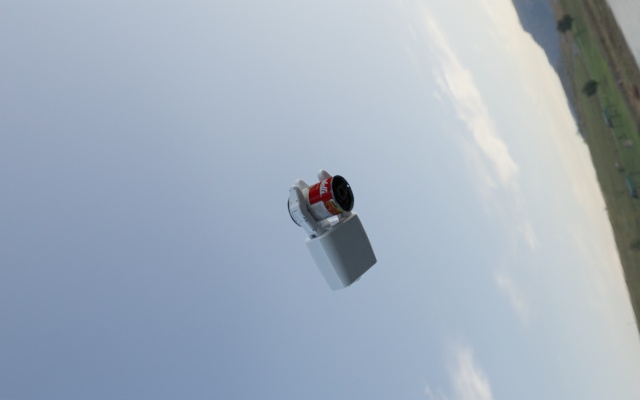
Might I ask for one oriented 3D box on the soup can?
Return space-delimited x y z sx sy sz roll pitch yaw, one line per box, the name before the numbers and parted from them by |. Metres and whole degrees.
soup can | 0.000 0.002 0.855 0.102 0.068 0.068 -21 -12 32
